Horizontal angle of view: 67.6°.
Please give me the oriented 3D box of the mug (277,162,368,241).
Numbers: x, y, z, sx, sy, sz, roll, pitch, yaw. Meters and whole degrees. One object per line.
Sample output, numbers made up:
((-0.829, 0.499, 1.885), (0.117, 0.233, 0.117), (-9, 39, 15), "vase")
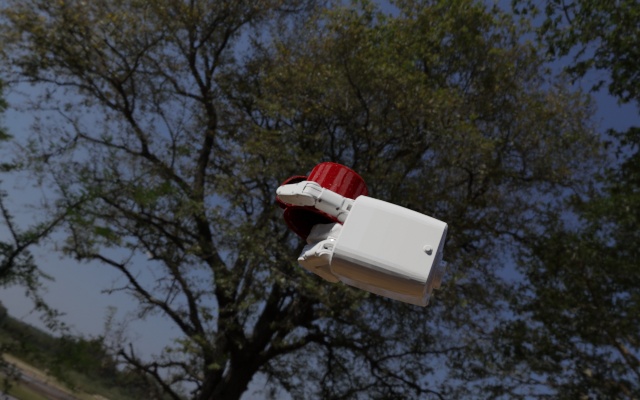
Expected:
((-0.001, 0.001, 0.625), (0.117, 0.081, 0.093), (18, -30, 18), "mug")
